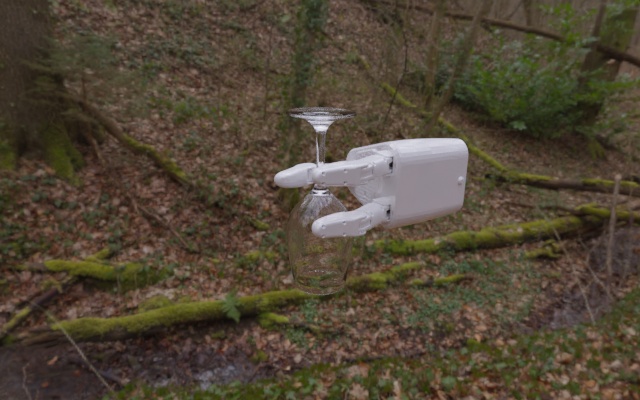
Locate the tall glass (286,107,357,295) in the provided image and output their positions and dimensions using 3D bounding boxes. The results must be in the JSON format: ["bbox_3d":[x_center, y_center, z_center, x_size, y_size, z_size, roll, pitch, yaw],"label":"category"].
[{"bbox_3d":[0.000,0.001,0.531,0.079,0.201,0.079,1,18,0],"label":"tall glass"}]
